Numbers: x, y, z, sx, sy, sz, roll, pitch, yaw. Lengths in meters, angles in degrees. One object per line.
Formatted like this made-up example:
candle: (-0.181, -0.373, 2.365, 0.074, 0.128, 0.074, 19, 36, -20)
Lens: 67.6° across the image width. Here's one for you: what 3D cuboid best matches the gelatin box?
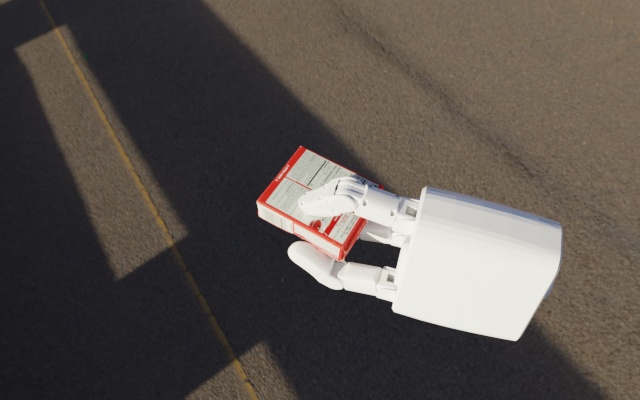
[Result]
gelatin box: (0.000, 0.001, 0.425, 0.089, 0.073, 0.030, 28, -29, 13)
